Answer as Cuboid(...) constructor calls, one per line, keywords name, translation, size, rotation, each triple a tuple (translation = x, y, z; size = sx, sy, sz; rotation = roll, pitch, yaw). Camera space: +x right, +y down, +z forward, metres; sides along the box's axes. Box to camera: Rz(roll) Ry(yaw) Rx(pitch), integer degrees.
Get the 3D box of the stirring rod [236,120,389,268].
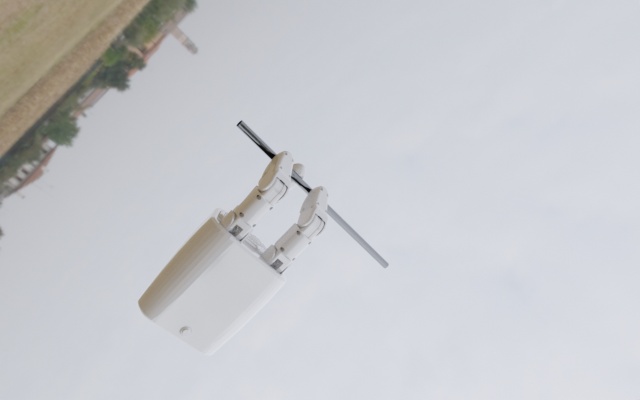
Cuboid(name="stirring rod", translation=(0.000, 0.002, 0.506), size=(0.240, 0.011, 0.011), rotation=(44, -24, -27))
